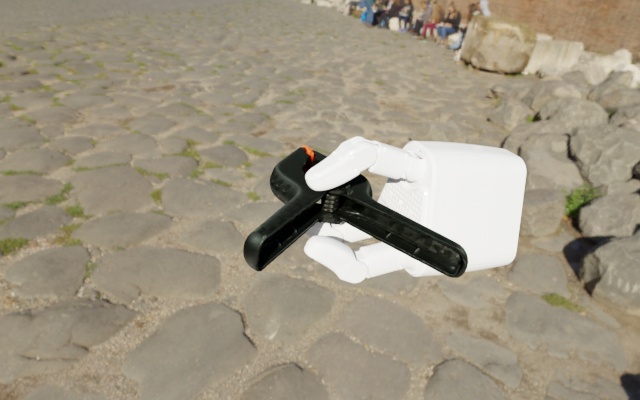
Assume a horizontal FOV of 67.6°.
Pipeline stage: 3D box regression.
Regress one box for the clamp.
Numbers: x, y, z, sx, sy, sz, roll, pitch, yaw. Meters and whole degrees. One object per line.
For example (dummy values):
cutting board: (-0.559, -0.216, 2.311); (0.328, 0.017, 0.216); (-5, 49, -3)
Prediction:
clamp: (0.000, 0.000, 0.402); (0.164, 0.036, 0.210); (3, 25, -24)
